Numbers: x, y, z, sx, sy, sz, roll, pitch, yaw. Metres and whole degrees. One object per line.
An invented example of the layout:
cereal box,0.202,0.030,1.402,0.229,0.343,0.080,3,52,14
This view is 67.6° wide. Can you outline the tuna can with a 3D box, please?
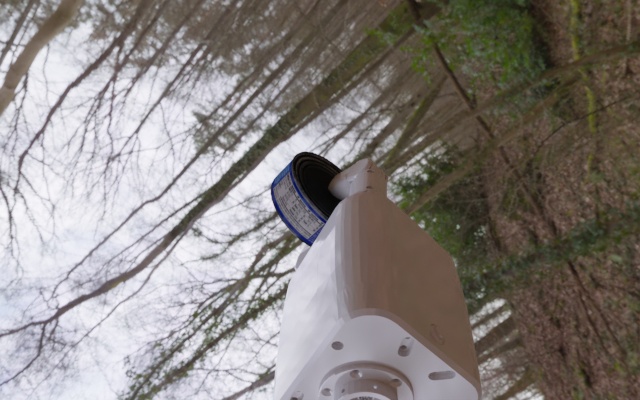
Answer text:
tuna can,0.000,0.002,0.406,0.034,0.086,0.086,-43,-23,27
